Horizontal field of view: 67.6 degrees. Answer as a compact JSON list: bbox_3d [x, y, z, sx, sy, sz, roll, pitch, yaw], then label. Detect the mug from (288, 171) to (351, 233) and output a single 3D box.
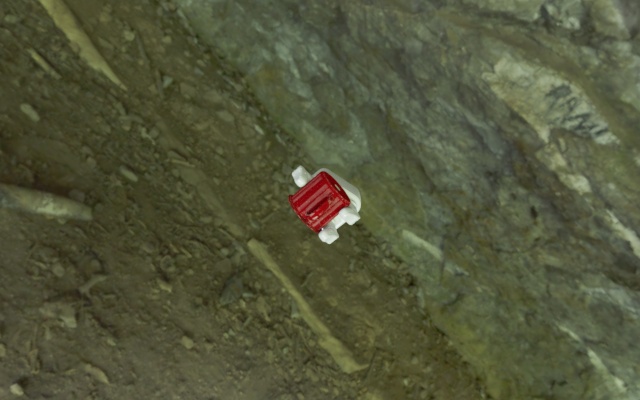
[{"bbox_3d":[0.000,0.003,0.869,0.081,0.093,0.117,-41,8,12],"label":"mug"}]
